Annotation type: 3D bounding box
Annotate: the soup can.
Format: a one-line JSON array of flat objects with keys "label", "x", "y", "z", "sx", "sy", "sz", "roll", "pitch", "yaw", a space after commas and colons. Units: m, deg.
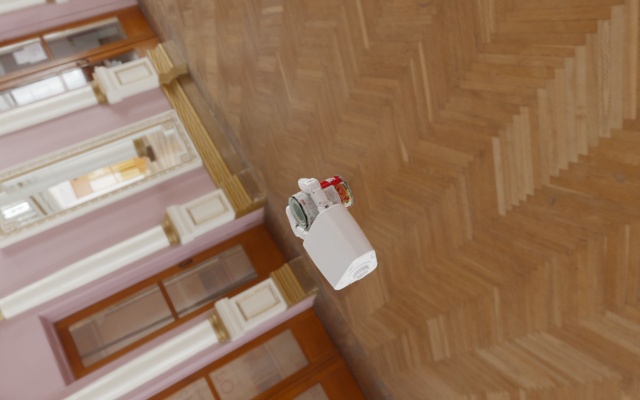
[{"label": "soup can", "x": 0.000, "y": 0.003, "z": 0.892, "sx": 0.102, "sy": 0.068, "sz": 0.068, "roll": -26, "pitch": 9, "yaw": -20}]
